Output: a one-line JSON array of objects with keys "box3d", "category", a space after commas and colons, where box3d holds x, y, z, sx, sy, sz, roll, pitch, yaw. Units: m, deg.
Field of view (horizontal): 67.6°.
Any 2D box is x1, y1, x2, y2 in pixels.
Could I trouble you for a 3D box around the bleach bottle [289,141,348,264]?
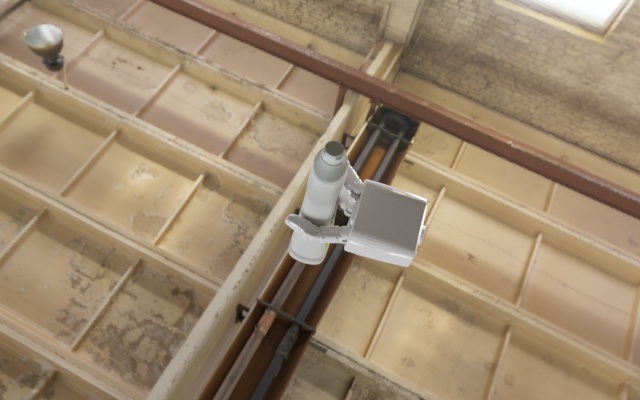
[{"box3d": [0.000, 0.002, 0.765, 0.068, 0.102, 0.251, 17, -34, 2], "category": "bleach bottle"}]
